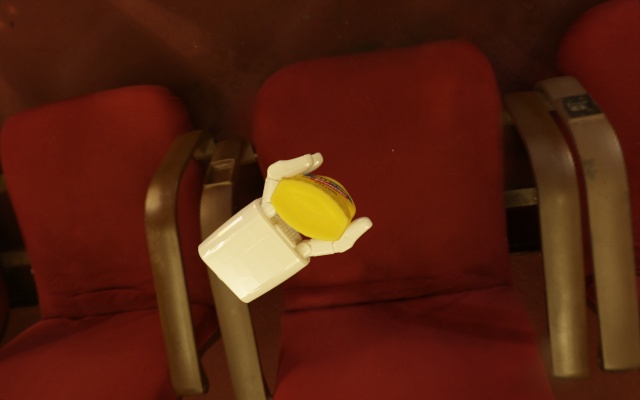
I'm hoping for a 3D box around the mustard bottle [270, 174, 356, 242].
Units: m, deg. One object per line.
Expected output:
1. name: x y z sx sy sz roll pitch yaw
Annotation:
1. mustard bottle: 0.000 0.002 0.638 0.096 0.058 0.191 30 9 4
